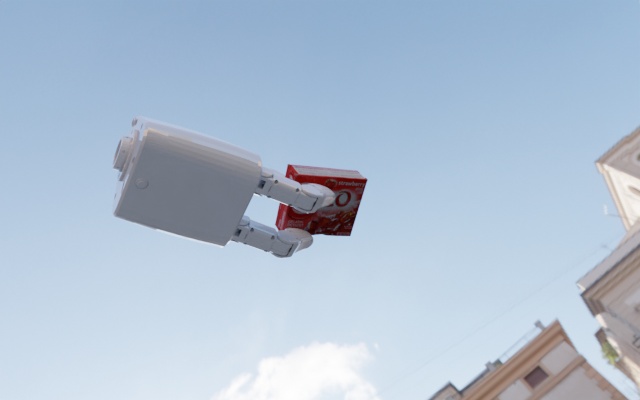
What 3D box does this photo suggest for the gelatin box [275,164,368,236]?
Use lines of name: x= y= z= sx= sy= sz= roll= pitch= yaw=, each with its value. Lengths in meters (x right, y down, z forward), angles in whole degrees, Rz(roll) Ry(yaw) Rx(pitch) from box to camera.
gelatin box: x=0.000 y=0.002 z=0.527 sx=0.089 sy=0.073 sz=0.030 roll=3 pitch=25 yaw=-27
